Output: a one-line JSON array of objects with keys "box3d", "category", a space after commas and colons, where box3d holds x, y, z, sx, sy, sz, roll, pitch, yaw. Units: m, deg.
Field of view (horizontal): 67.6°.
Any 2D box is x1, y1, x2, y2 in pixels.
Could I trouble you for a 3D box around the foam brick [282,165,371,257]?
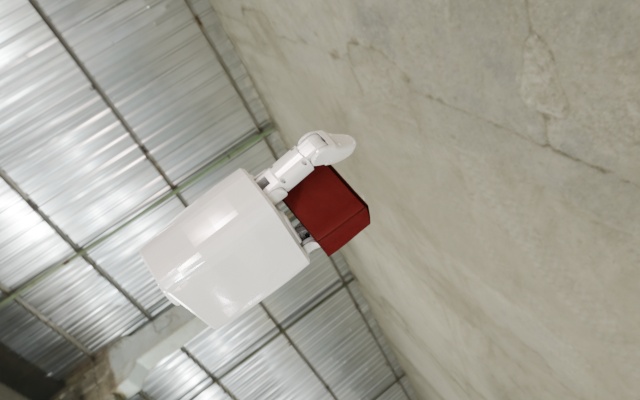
[{"box3d": [0.000, 0.001, 0.422, 0.051, 0.078, 0.053, -39, -23, -6], "category": "foam brick"}]
